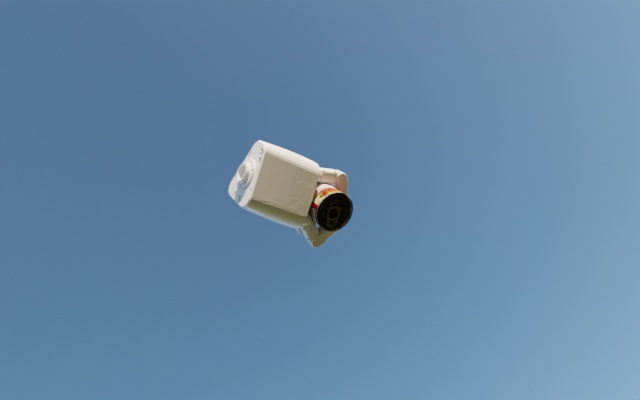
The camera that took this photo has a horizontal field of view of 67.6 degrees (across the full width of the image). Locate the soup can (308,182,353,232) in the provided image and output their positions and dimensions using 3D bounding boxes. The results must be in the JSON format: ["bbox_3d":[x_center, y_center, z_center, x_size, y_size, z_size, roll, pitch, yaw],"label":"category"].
[{"bbox_3d":[0.000,0.003,0.810,0.068,0.068,0.102,0,19,-30],"label":"soup can"}]
